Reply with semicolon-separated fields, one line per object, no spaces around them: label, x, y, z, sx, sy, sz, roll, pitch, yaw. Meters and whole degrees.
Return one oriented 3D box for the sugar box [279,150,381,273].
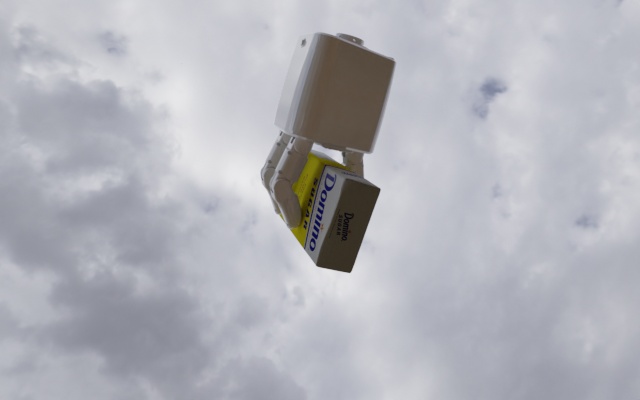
sugar box;0.000;0.001;0.532;0.048;0.093;0.176;15;11;-19
